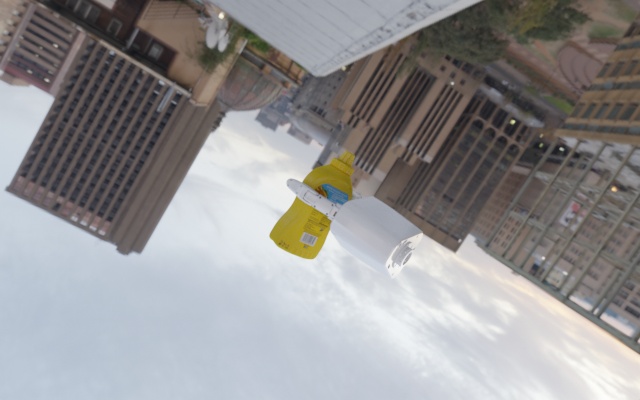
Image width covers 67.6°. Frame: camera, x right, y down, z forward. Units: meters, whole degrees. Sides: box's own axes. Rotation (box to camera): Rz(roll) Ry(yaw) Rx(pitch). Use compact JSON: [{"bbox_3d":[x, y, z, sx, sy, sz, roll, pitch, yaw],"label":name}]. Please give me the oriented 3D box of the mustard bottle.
[{"bbox_3d":[0.000,0.003,0.796,0.096,0.191,0.058,27,8,-39],"label":"mustard bottle"}]
